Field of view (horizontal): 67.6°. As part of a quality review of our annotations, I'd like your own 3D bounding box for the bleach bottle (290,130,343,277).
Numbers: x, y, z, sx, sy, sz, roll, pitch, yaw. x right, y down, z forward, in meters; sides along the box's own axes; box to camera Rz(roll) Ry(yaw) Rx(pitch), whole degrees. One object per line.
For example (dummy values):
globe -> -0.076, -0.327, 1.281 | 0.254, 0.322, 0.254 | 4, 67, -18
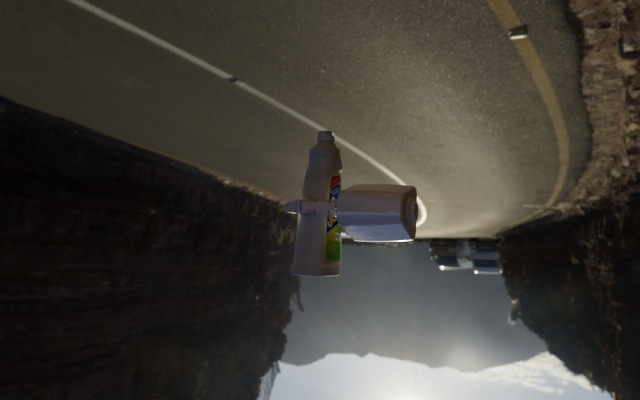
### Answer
bleach bottle -> 0.000, 0.003, 0.825 | 0.068, 0.251, 0.102 | 0, -7, 25
